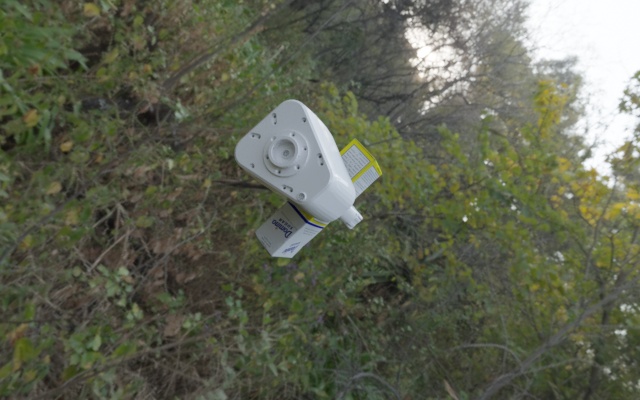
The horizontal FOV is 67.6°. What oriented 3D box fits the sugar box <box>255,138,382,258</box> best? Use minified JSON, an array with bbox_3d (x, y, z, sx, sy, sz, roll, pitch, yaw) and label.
[{"bbox_3d":[0.000,0.002,0.628,0.176,0.048,0.093,-40,-15,5],"label":"sugar box"}]
